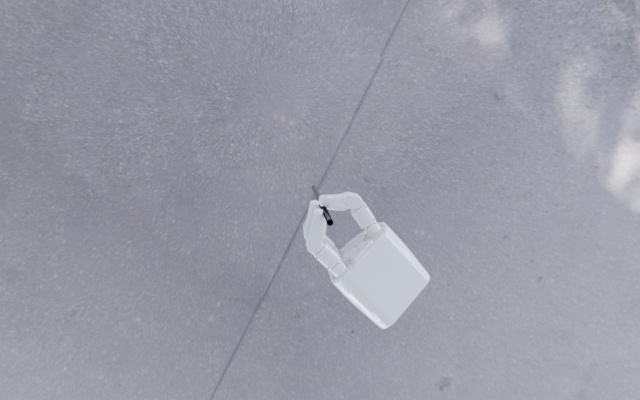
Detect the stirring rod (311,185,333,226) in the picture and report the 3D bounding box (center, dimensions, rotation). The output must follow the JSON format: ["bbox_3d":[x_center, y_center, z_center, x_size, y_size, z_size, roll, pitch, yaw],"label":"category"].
[{"bbox_3d":[0.000,0.002,0.706,0.011,0.011,0.239,0,12,-6],"label":"stirring rod"}]
